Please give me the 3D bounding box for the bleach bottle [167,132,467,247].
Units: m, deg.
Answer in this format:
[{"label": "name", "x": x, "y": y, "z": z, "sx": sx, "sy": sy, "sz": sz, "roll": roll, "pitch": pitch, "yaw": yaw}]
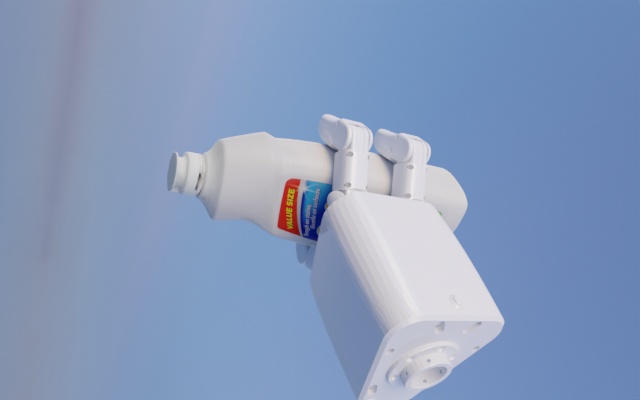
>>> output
[{"label": "bleach bottle", "x": 0.000, "y": 0.001, "z": 0.401, "sx": 0.251, "sy": 0.103, "sz": 0.068, "roll": 8, "pitch": 39, "yaw": -29}]
